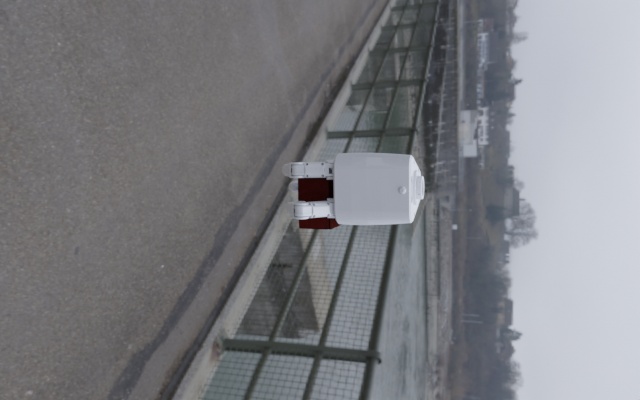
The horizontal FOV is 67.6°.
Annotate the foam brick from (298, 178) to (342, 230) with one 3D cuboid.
[{"bbox_3d":[0.000,0.003,0.711,0.051,0.078,0.053,1,6,22],"label":"foam brick"}]
